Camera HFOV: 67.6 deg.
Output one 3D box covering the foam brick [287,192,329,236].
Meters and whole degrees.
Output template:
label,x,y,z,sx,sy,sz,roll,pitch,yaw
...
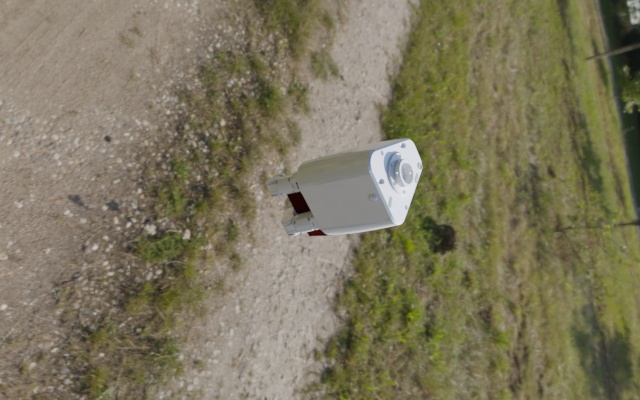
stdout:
label,x,y,z,sx,sy,sz,roll,pitch,yaw
foam brick,0.000,0.002,0.634,0.051,0.078,0.053,-7,29,44
